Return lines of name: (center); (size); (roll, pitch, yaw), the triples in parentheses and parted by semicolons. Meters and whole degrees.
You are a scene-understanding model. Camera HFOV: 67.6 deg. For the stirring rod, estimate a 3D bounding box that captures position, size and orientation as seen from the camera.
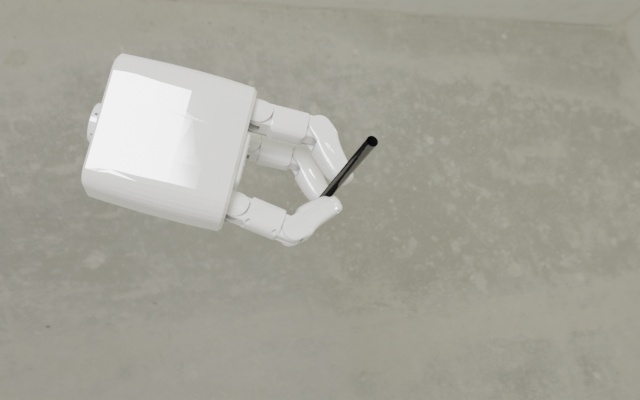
stirring rod: (0.000, 0.001, 0.421); (0.011, 0.011, 0.240); (0, -20, -17)
